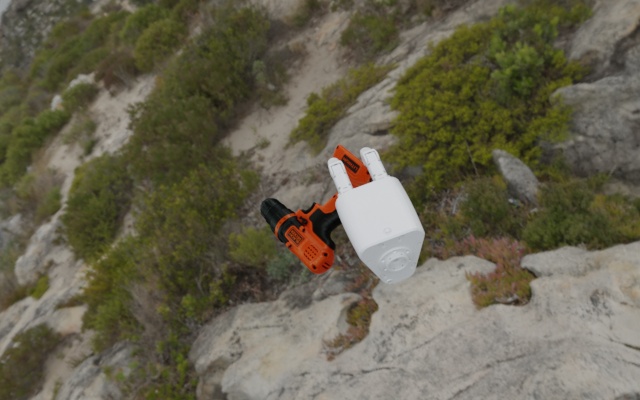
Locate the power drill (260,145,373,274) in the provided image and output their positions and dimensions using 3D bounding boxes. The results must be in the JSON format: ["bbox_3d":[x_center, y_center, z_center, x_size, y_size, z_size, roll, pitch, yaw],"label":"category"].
[{"bbox_3d":[0.001,0.002,0.790,0.184,0.187,0.057,42,4,36],"label":"power drill"}]
